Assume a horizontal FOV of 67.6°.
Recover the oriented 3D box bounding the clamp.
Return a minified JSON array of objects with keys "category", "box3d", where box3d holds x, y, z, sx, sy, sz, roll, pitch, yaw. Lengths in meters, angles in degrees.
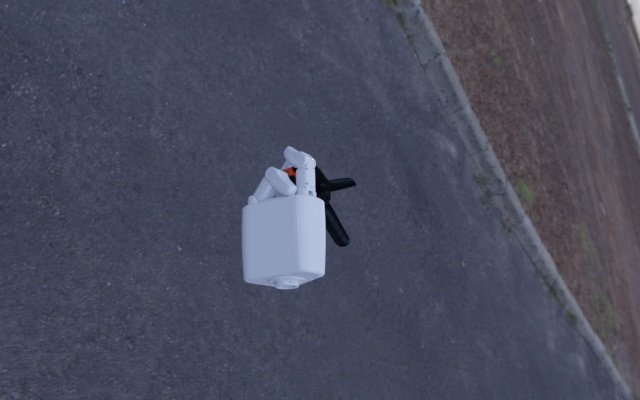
[{"category":"clamp","box3d":[0.000,0.002,0.742,0.039,0.120,0.171,-20,-27,38]}]
